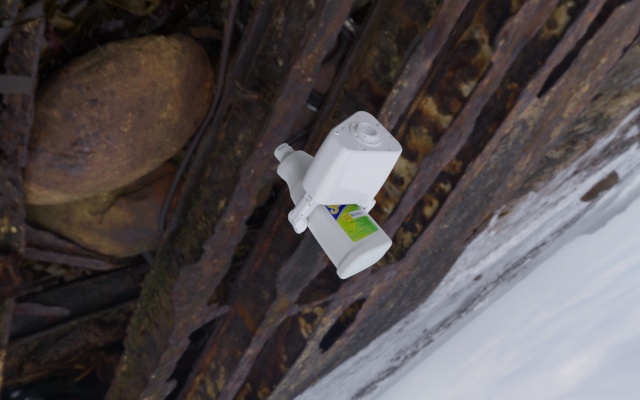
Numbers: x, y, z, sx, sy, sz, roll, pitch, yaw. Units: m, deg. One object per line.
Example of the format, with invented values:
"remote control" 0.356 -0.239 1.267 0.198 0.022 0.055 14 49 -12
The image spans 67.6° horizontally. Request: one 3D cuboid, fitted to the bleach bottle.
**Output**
"bleach bottle" 0.000 0.003 0.778 0.102 0.250 0.068 -18 -30 -43
